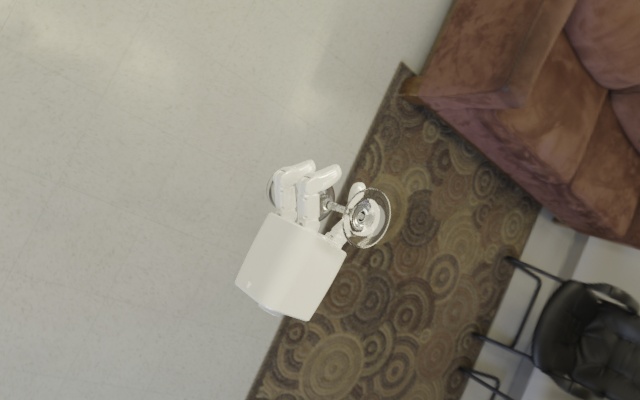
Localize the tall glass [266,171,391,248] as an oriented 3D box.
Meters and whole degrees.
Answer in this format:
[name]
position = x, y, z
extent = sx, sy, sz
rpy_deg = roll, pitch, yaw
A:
[tall glass]
position = 0.001, 0.002, 0.649
extent = 0.079, 0.079, 0.201
rpy_deg = 0, 12, -35
